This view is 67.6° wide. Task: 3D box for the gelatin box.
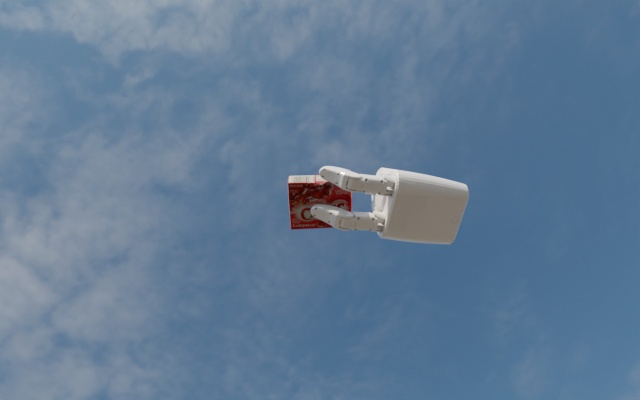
[{"bbox_3d":[0.000,0.002,0.675,0.089,0.073,0.030,-2,26,1],"label":"gelatin box"}]
